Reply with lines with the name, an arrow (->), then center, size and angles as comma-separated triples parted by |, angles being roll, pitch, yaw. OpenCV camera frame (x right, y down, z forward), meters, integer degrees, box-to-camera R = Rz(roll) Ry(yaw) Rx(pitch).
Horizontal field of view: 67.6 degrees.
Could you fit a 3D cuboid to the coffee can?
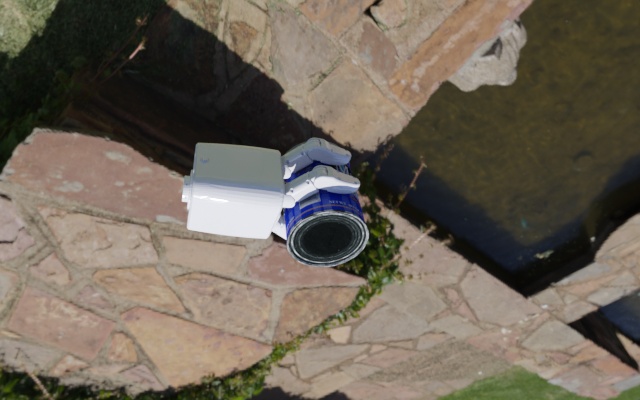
coffee can -> 0.000, 0.002, 0.636 | 0.103, 0.103, 0.140 | 0, 43, -11
